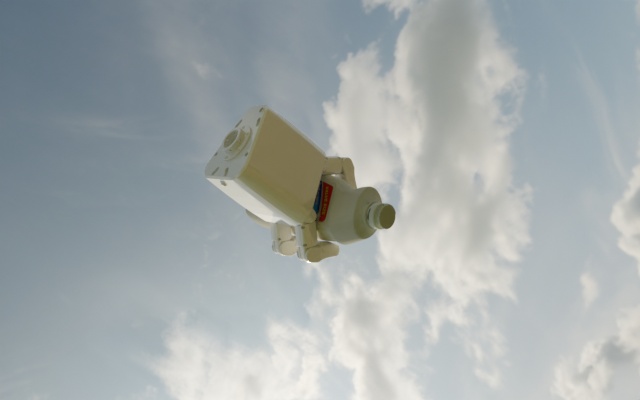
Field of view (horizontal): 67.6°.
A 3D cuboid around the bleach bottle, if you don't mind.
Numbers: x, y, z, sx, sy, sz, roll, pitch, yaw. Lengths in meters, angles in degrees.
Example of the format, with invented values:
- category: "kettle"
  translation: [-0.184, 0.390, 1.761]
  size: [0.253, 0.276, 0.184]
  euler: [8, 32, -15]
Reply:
- category: "bleach bottle"
  translation: [0.000, 0.002, 0.642]
  size: [0.068, 0.102, 0.251]
  euler: [37, -19, -36]
